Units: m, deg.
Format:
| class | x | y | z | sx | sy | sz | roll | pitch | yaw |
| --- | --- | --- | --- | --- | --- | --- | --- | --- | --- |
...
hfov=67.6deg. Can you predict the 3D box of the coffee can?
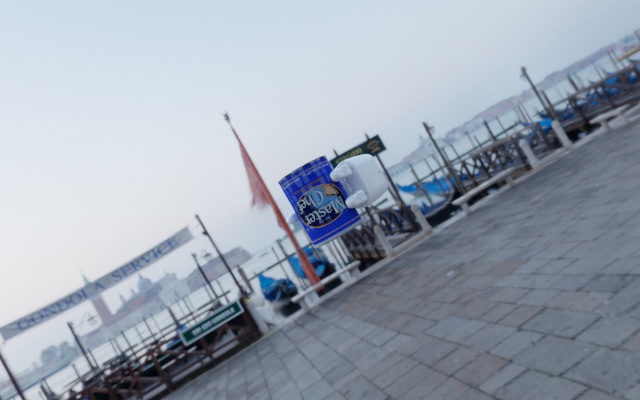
| class | x | y | z | sx | sy | sz | roll | pitch | yaw |
| --- | --- | --- | --- | --- | --- | --- | --- | --- | --- |
| coffee can | 0.000 | 0.003 | 0.877 | 0.103 | 0.140 | 0.103 | -30 | -1 | -1 |
